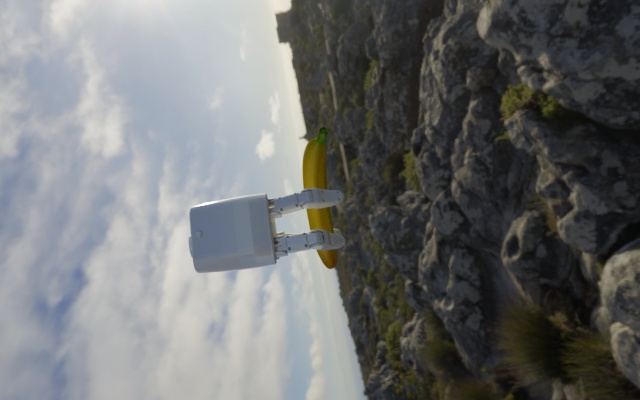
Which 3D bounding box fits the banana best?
[{"bbox_3d":[-0.003,-0.002,0.690,0.037,0.198,0.069,-6,4,-8],"label":"banana"}]
